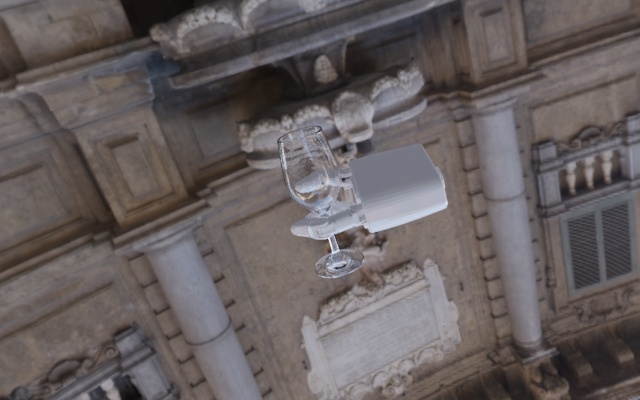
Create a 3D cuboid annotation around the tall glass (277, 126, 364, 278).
[{"bbox_3d":[0.000,0.003,0.657,0.079,0.201,0.079,-15,21,6],"label":"tall glass"}]
